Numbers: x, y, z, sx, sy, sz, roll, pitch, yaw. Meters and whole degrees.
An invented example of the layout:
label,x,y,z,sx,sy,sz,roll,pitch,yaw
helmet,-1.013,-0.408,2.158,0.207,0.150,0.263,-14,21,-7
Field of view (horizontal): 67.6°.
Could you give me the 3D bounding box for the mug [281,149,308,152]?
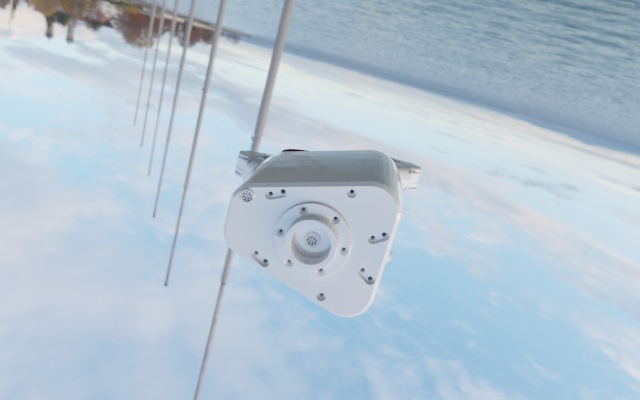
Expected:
label,x,y,z,sx,sy,sz,roll,pitch,yaw
mug,0.000,0.001,0.459,0.093,0.081,0.117,16,15,2
